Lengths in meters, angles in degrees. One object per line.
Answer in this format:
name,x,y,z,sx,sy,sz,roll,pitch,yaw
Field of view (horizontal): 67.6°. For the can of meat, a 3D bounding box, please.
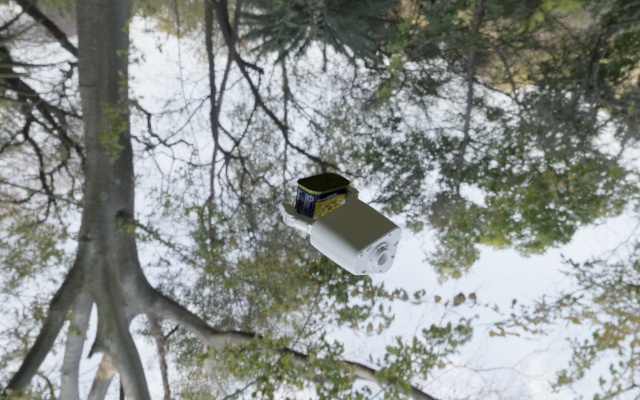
can of meat,0.000,0.003,0.867,0.102,0.084,0.057,-16,36,-42
